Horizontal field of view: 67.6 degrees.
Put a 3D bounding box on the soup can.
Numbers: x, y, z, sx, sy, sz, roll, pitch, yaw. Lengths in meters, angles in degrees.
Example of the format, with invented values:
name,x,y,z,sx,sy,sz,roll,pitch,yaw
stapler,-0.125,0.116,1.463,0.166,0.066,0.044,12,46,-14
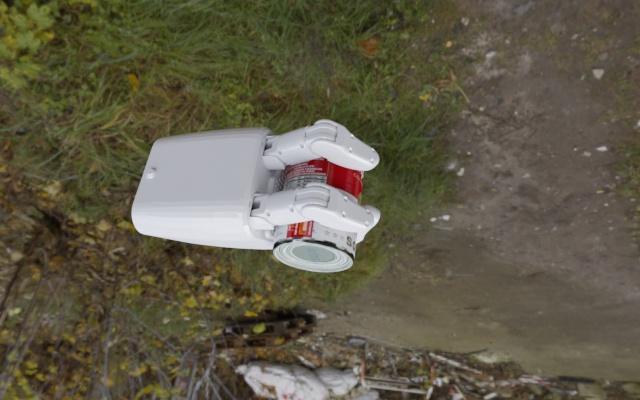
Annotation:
name,x,y,z,sx,sy,sz,roll,pitch,yaw
soup can,0.001,0.002,0.402,0.068,0.102,0.068,7,-27,3
